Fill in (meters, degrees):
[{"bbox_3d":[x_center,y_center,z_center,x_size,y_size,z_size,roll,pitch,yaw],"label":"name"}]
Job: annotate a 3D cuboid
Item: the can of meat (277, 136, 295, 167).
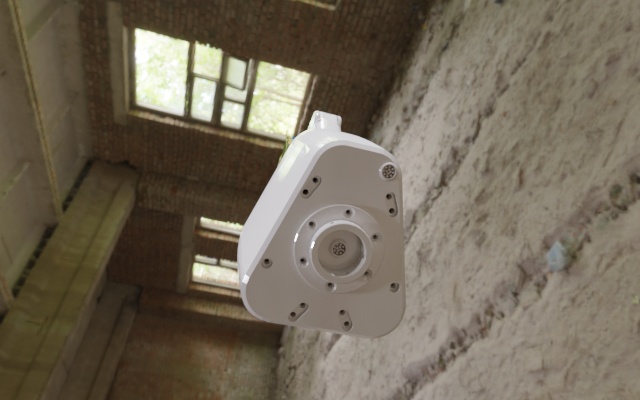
[{"bbox_3d":[0.000,0.001,0.412,0.084,0.102,0.057,12,12,-10],"label":"can of meat"}]
